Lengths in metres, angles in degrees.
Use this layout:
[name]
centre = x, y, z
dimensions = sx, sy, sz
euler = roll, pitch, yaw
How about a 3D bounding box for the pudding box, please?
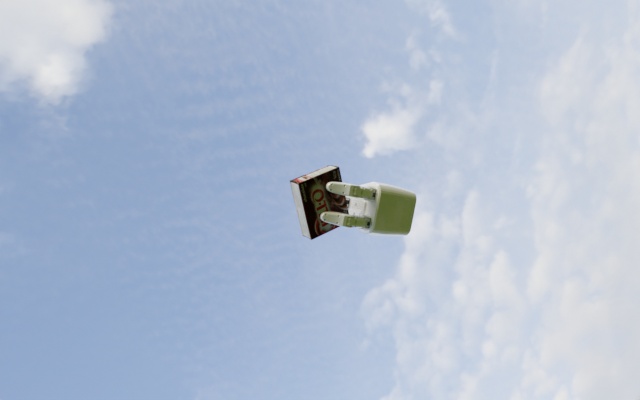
[pudding box]
centre = 0.000, 0.003, 0.865
dimensions = 0.090, 0.113, 0.039
euler = -24, 21, -28
